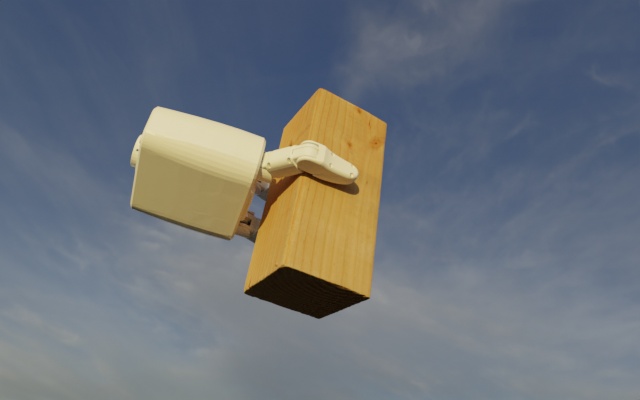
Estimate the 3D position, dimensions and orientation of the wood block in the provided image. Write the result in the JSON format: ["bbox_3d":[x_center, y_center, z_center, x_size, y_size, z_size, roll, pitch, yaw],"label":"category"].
[{"bbox_3d":[0.000,0.001,0.489,0.090,0.206,0.091,24,-35,-22],"label":"wood block"}]
